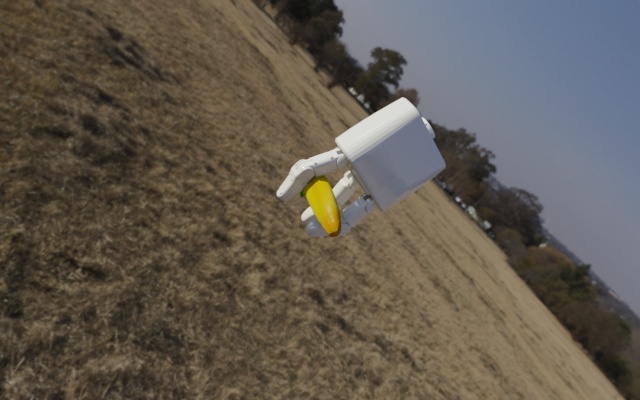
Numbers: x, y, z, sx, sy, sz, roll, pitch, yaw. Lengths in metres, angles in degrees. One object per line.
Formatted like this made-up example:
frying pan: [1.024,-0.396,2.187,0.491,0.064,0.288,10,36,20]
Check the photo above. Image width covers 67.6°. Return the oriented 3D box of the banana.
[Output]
banana: [-0.007,-0.015,0.647,0.037,0.070,0.197,-22,20,-5]
